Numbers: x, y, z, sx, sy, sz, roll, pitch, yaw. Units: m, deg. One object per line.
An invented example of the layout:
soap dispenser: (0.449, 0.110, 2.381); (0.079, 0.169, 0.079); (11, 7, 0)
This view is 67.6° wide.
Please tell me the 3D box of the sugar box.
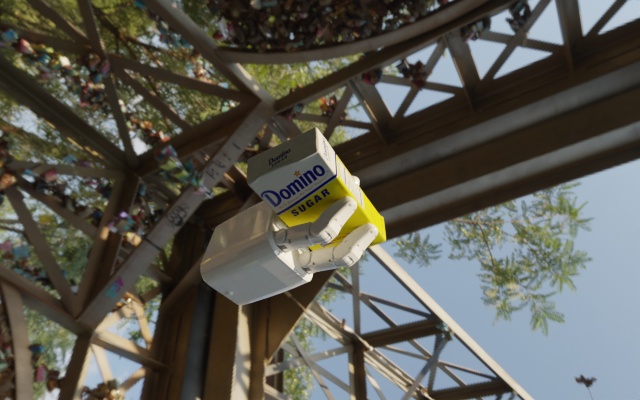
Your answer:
sugar box: (0.000, 0.002, 0.566); (0.093, 0.048, 0.176); (-23, -44, 20)
